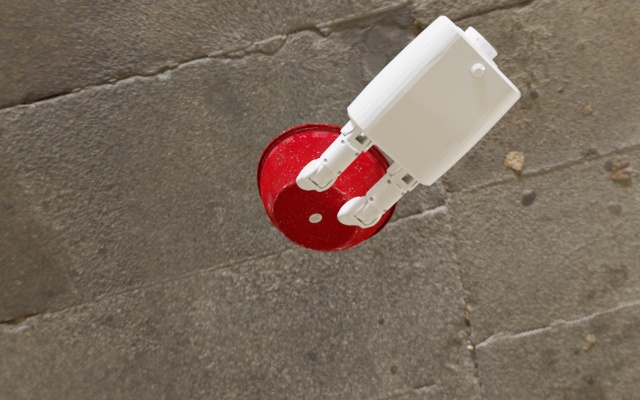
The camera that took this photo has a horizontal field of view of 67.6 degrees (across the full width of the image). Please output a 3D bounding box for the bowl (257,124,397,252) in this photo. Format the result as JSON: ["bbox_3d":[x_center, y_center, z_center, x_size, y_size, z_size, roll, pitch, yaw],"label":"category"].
[{"bbox_3d":[-0.001,0.003,0.515,0.162,0.162,0.055,0,35,15],"label":"bowl"}]
